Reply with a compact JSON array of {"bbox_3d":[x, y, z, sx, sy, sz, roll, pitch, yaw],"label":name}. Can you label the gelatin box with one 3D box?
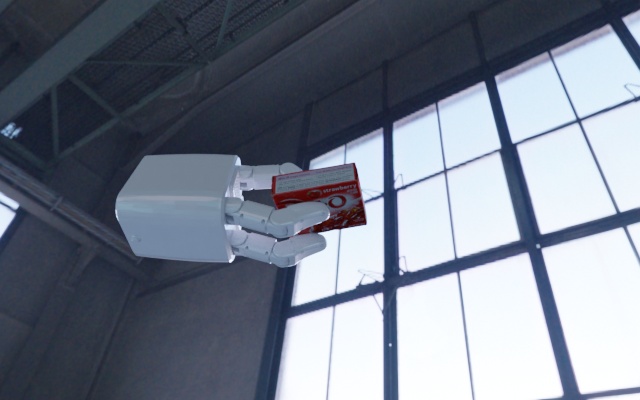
[{"bbox_3d":[0.000,0.001,0.499,0.089,0.030,0.073,-10,-42,7],"label":"gelatin box"}]
